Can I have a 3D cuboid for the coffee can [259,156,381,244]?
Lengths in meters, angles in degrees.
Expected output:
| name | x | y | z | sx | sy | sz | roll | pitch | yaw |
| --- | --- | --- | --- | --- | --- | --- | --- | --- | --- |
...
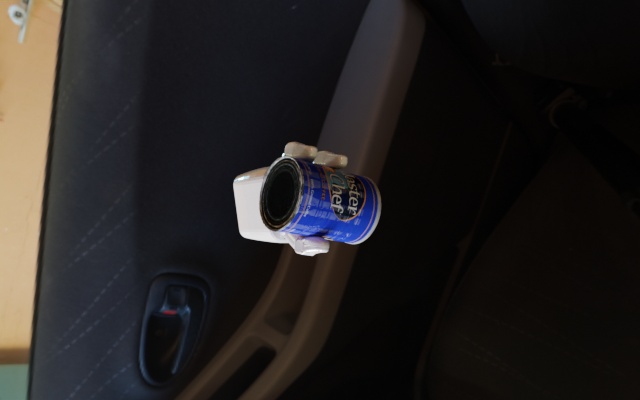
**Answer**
| name | x | y | z | sx | sy | sz | roll | pitch | yaw |
| --- | --- | --- | --- | --- | --- | --- | --- | --- | --- |
| coffee can | 0.000 | 0.002 | 0.671 | 0.140 | 0.103 | 0.103 | 12 | -8 | -37 |
